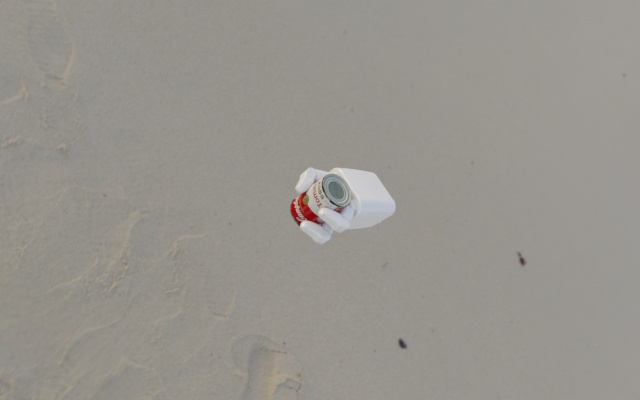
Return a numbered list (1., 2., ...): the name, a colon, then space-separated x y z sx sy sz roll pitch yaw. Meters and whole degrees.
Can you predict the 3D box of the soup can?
1. soup can: 0.000 0.003 0.871 0.068 0.068 0.102 0 -25 -42
